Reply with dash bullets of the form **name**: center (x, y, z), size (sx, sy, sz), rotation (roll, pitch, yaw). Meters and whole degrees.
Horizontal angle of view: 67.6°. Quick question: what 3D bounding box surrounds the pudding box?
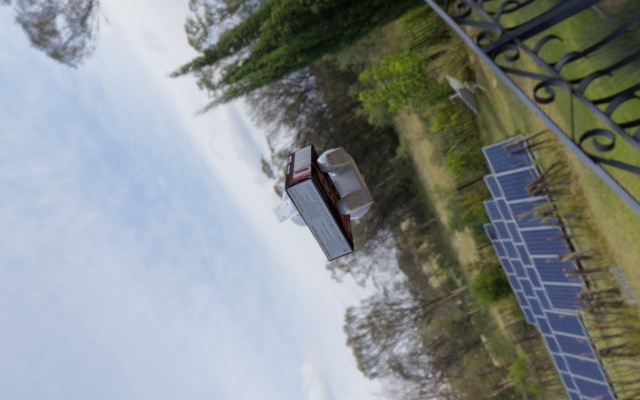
- **pudding box**: center (0.000, 0.002, 0.566), size (0.039, 0.113, 0.090), rotation (-26, 27, 12)
